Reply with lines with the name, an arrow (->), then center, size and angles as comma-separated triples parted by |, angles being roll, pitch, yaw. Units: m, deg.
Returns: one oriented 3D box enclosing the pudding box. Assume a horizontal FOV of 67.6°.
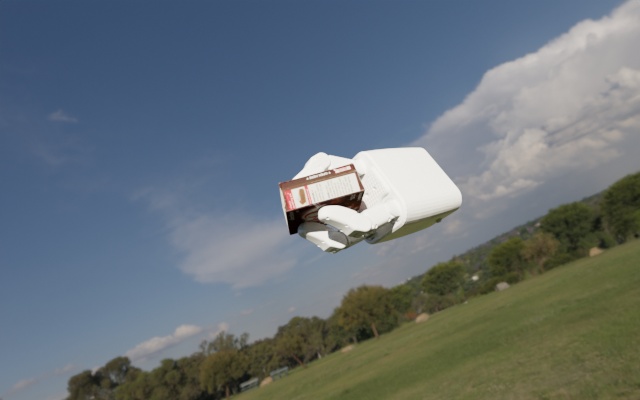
pudding box -> 0.000, 0.002, 0.562 | 0.090, 0.039, 0.113 | -16, -18, -5
